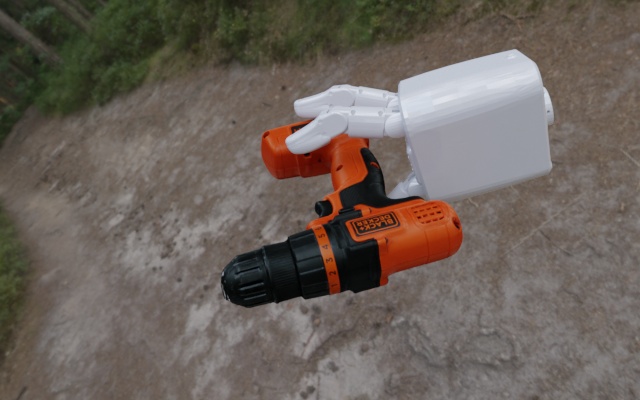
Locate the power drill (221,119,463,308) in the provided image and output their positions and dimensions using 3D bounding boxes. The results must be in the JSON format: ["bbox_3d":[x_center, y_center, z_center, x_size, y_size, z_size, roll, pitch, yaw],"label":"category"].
[{"bbox_3d":[0.000,0.001,0.410,0.184,0.057,0.187,-12,42,-8],"label":"power drill"}]
